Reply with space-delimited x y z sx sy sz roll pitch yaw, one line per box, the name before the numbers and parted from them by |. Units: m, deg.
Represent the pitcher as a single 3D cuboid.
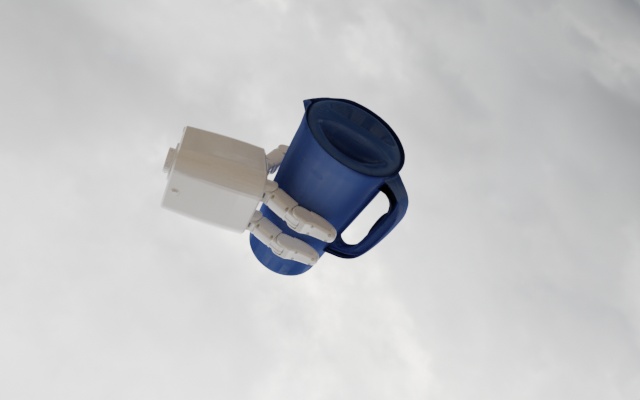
pitcher | 0.000 0.002 0.626 0.145 0.149 0.243 18 -47 -18
